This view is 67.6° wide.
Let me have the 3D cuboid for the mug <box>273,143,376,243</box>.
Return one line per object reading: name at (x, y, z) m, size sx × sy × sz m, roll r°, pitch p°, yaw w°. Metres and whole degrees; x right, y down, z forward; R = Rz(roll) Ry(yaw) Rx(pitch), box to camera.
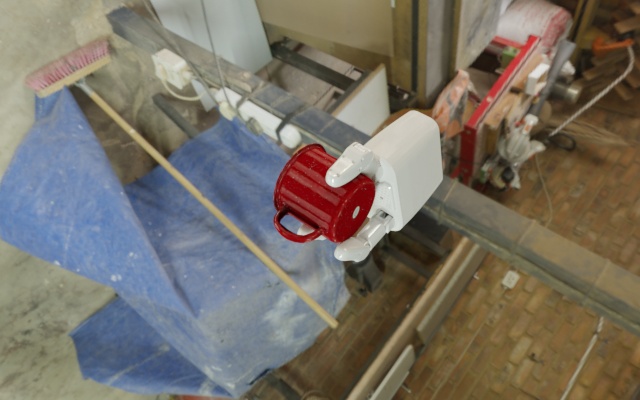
mug at (-0.001, 0.003, 0.530) m, size 0.081 × 0.093 × 0.117 m, roll 32°, pitch 58°, yaw 26°
